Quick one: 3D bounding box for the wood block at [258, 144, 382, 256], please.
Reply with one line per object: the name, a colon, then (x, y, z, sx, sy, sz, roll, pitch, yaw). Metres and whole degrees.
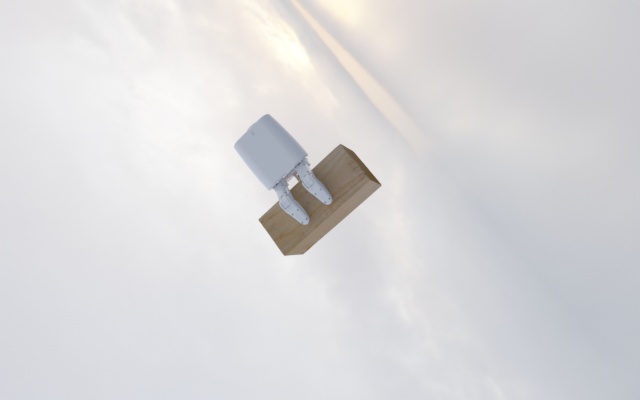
wood block: (0.000, 0.003, 0.880, 0.206, 0.090, 0.091, -42, -16, 13)
